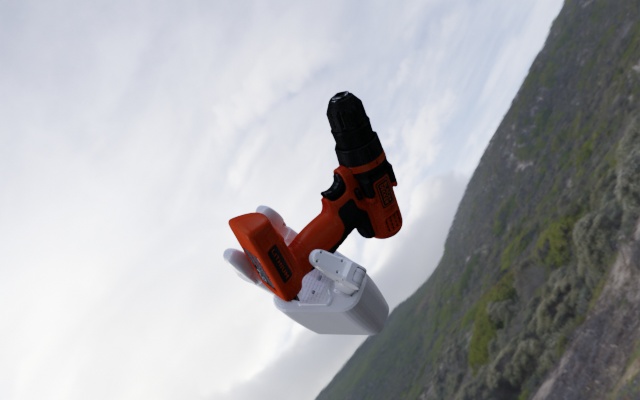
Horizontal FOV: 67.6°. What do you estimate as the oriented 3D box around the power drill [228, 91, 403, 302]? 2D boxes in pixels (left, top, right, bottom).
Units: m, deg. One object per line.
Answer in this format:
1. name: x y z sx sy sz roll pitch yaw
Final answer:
1. power drill: 0.000 0.002 0.508 0.187 0.184 0.057 -35 30 -20
